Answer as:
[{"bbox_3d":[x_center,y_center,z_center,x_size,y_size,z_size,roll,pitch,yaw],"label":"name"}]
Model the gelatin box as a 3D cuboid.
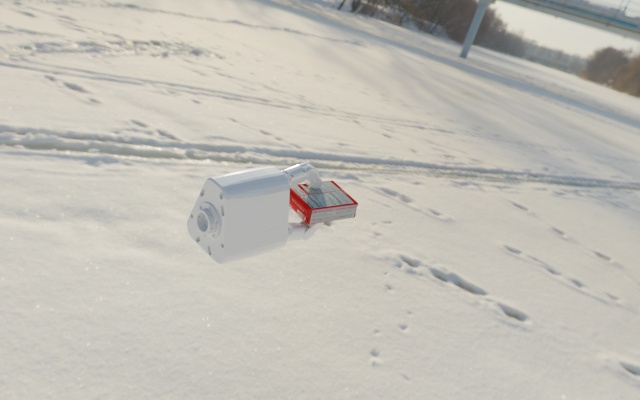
[{"bbox_3d":[0.000,0.002,0.725,0.089,0.030,0.073,-8,35,-33],"label":"gelatin box"}]
